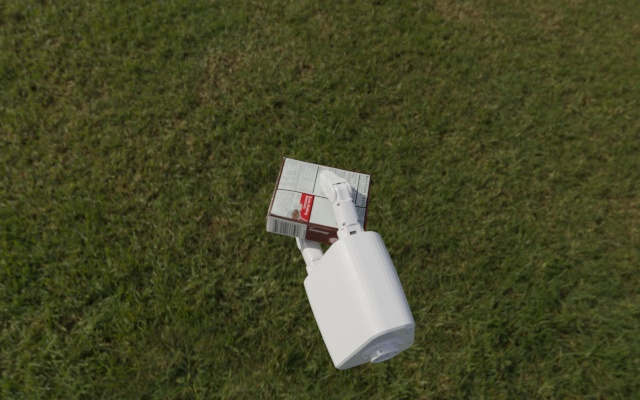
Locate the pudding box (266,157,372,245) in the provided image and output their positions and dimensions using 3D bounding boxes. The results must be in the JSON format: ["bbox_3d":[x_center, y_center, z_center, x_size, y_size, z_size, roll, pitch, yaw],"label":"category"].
[{"bbox_3d":[0.000,0.002,0.564,0.113,0.090,0.039,13,-36,-1],"label":"pudding box"}]
